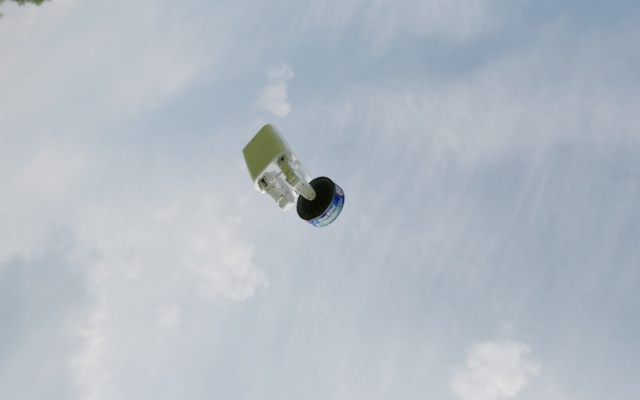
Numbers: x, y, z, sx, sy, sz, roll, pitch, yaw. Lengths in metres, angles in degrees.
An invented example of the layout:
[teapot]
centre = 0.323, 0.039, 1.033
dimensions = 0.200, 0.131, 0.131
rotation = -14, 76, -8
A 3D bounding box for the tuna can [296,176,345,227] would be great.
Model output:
[tuna can]
centre = 0.001, 0.003, 0.836
dimensions = 0.086, 0.086, 0.034
rotation = 0, -26, 44
